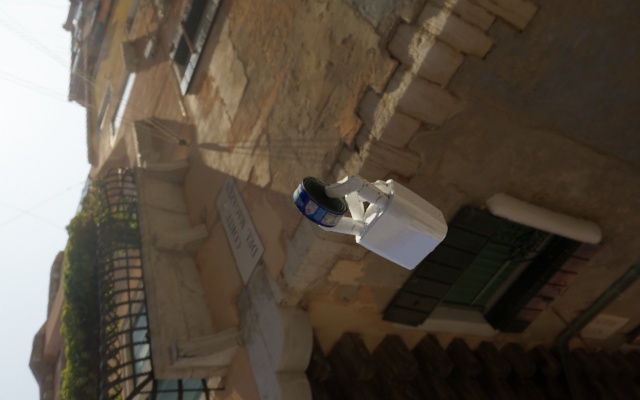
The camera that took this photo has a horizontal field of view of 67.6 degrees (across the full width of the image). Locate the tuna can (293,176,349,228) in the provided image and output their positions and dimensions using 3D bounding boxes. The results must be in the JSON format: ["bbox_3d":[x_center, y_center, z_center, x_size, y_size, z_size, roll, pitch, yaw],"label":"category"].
[{"bbox_3d":[0.000,0.003,0.746,0.086,0.034,0.086,29,24,-15],"label":"tuna can"}]
